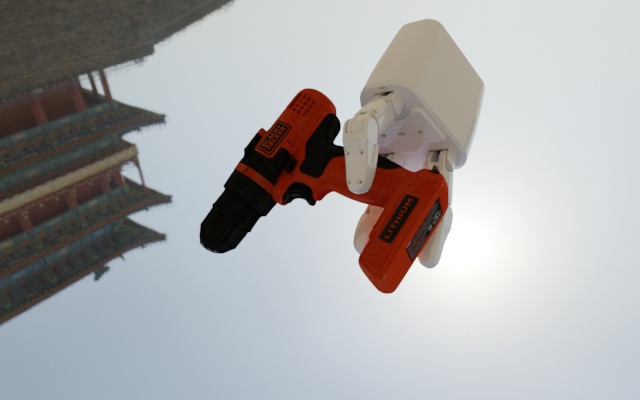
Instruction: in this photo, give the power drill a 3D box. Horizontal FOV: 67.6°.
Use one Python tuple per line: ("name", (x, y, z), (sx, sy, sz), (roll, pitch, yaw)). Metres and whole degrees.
("power drill", (0.001, 0.001, 0.420), (0.187, 0.184, 0.057), (31, -9, 27))
